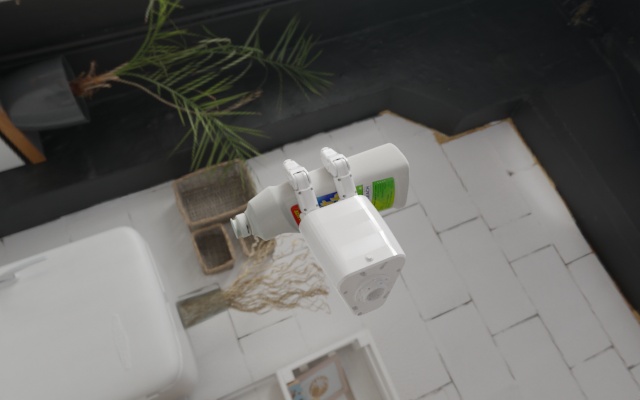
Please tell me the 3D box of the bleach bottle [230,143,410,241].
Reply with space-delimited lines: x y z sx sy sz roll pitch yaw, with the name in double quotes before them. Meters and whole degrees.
"bleach bottle" 0.000 0.002 0.668 0.251 0.103 0.068 -20 49 -15
